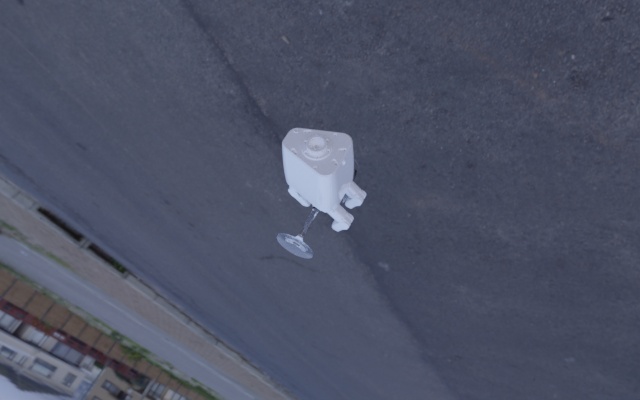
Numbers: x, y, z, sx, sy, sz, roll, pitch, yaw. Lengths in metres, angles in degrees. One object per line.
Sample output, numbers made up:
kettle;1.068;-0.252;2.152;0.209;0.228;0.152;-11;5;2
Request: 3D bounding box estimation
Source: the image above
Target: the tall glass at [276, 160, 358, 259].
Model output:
tall glass;0.000;0.003;0.875;0.079;0.201;0.079;24;-27;13
